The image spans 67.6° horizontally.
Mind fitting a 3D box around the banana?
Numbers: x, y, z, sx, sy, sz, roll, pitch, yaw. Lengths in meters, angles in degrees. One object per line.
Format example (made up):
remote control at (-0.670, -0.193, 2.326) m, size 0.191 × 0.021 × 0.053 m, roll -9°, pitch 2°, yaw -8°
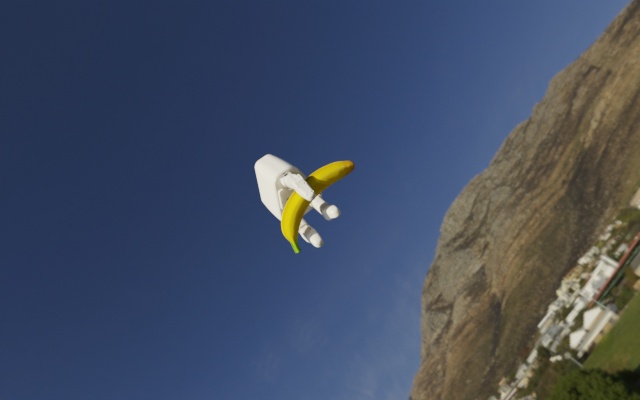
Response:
banana at (-0.016, -0.004, 0.871) m, size 0.070 × 0.198 × 0.037 m, roll 35°, pitch -5°, yaw -21°
